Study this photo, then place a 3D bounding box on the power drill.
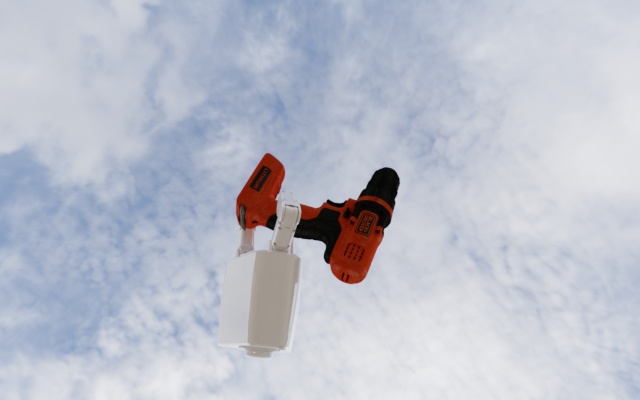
[{"bbox_3d":[0.000,0.002,0.620,0.187,0.184,0.057,19,-39,11],"label":"power drill"}]
